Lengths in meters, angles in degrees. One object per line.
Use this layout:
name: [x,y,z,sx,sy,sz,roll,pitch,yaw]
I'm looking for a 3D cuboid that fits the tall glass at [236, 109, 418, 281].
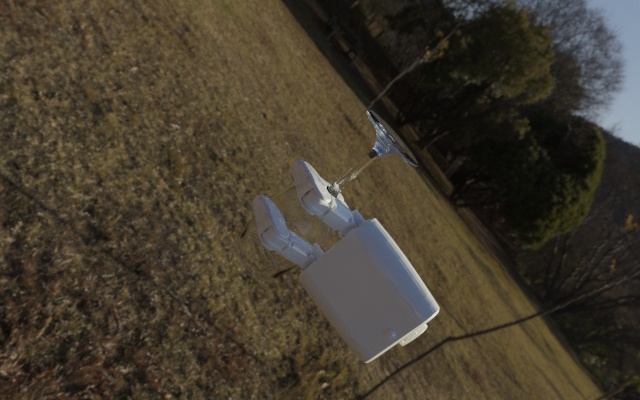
tall glass: [0.001,0.001,0.495,0.201,0.079,0.079,-41,-16,19]
